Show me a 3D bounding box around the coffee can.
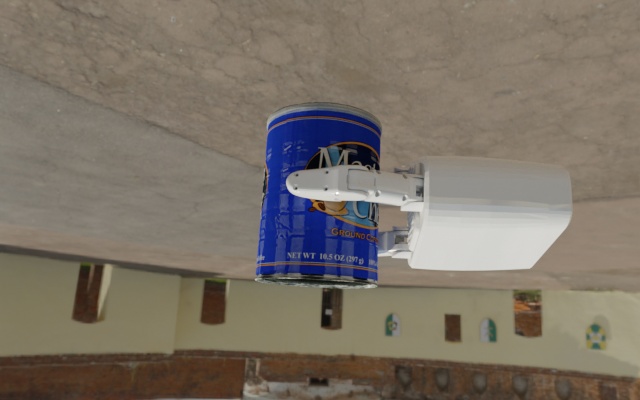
[{"bbox_3d":[0.000,0.001,0.412,0.103,0.140,0.103,3,-13,1],"label":"coffee can"}]
